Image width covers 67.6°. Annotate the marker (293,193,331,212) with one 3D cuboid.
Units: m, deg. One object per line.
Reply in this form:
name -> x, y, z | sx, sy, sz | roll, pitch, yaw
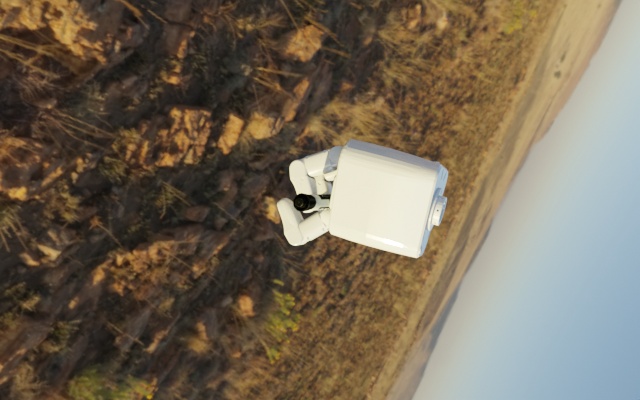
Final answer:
marker -> 0.000, 0.002, 0.530 | 0.020, 0.020, 0.121 | 0, 0, 20
